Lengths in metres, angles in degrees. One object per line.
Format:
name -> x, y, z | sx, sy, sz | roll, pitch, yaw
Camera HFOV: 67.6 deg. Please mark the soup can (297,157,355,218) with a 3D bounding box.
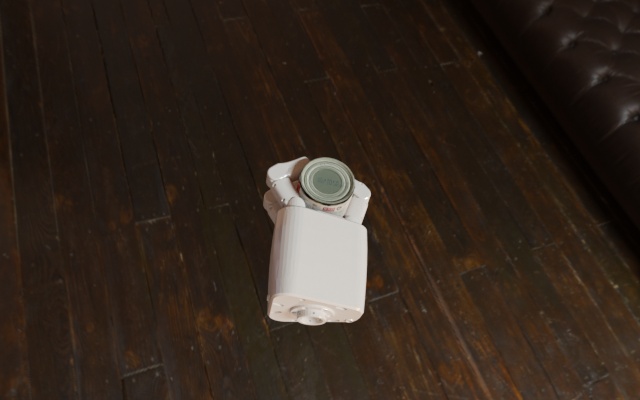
soup can -> 0.000, 0.001, 0.597 | 0.068, 0.068, 0.102 | 0, -31, -11
